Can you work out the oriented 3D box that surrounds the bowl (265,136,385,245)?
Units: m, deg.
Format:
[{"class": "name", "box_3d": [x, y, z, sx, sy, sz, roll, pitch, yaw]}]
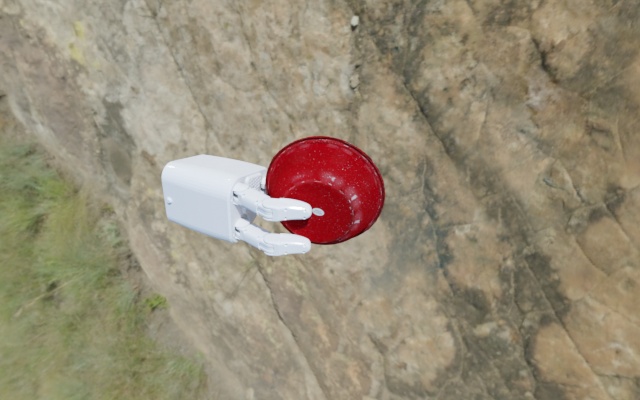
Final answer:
[{"class": "bowl", "box_3d": [0.001, 0.002, 0.610, 0.162, 0.162, 0.055, 0, 31, 12]}]
